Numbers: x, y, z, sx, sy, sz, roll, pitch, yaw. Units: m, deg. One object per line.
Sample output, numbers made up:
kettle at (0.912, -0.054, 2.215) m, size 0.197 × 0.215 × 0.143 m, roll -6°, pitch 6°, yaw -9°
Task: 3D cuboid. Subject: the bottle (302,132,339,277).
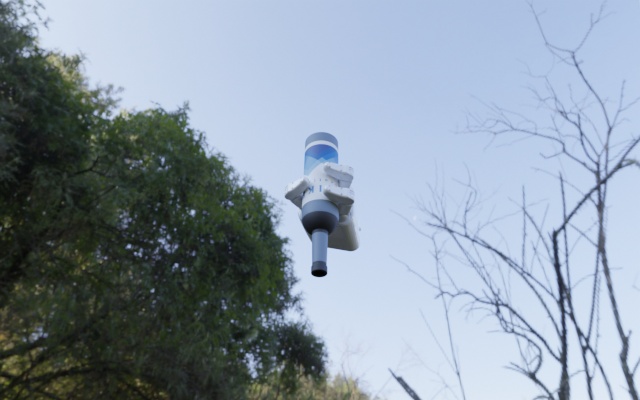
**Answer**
bottle at (0.000, 0.003, 0.870) m, size 0.069 × 0.295 × 0.069 m, roll 1°, pitch -37°, yaw 1°
